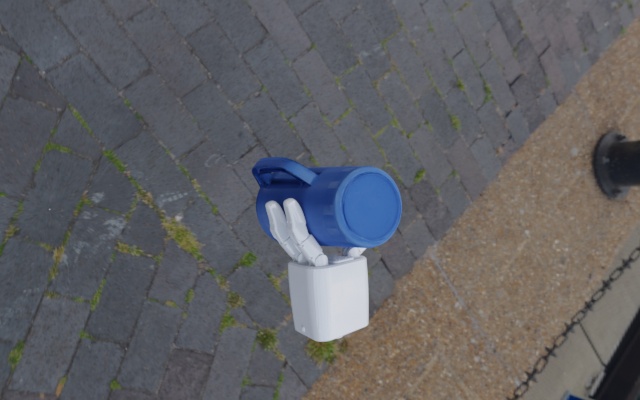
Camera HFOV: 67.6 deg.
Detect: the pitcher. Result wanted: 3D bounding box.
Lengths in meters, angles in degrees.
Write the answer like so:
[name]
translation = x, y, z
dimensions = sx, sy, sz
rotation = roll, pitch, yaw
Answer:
[pitcher]
translation = 0.000, 0.003, 0.715
dimensions = 0.149, 0.145, 0.243
rotation = -4, 1, -30
